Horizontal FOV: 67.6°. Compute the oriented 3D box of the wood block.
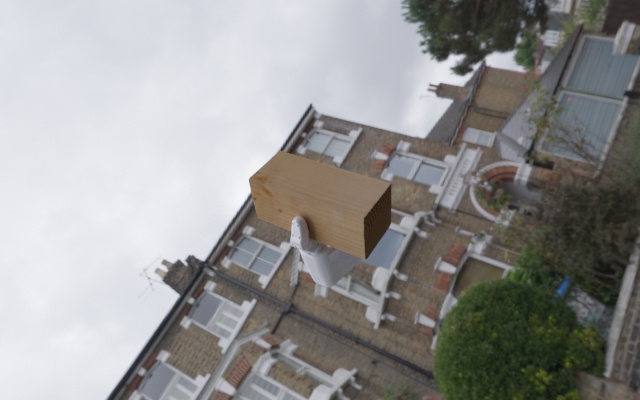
[{"bbox_3d":[0.000,0.003,0.758,0.206,0.090,0.090,18,47,26],"label":"wood block"}]
